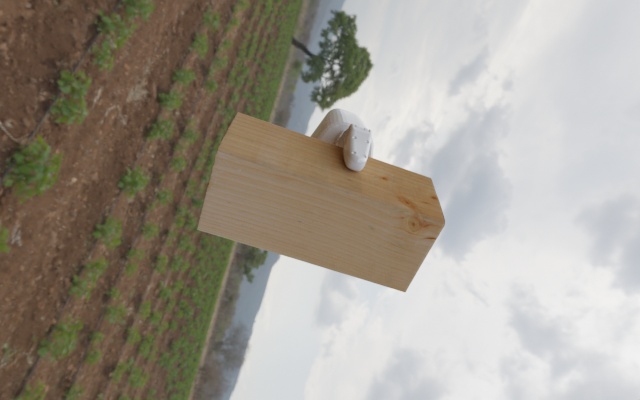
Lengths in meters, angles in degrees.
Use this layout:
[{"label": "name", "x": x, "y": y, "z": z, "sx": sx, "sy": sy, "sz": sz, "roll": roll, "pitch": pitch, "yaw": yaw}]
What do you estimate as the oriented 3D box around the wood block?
[{"label": "wood block", "x": 0.000, "y": 0.001, "z": 0.461, "sx": 0.206, "sy": 0.091, "sz": 0.090, "roll": 17, "pitch": 30, "yaw": -7}]
